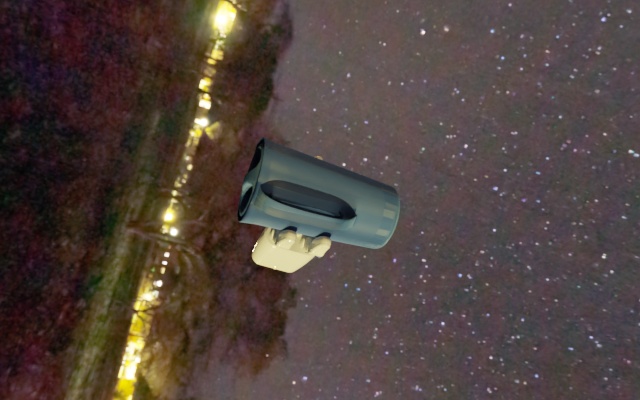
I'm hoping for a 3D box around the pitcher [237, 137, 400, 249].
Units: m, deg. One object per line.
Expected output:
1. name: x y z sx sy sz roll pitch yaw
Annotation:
1. pitcher: 0.000 0.002 0.749 0.243 0.149 0.145 16 -30 -16
